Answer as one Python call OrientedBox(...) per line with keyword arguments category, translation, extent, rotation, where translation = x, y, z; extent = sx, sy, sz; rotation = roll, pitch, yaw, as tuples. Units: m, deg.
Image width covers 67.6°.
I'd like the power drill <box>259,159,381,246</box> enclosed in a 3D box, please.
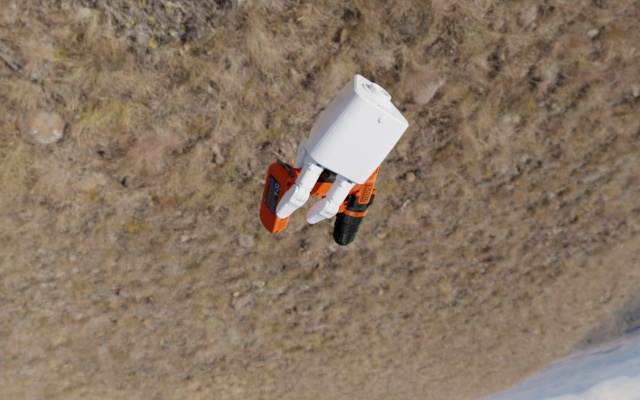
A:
OrientedBox(category="power drill", translation=(0.000, 0.002, 0.753), extent=(0.187, 0.184, 0.057), rotation=(-7, 33, -34))
